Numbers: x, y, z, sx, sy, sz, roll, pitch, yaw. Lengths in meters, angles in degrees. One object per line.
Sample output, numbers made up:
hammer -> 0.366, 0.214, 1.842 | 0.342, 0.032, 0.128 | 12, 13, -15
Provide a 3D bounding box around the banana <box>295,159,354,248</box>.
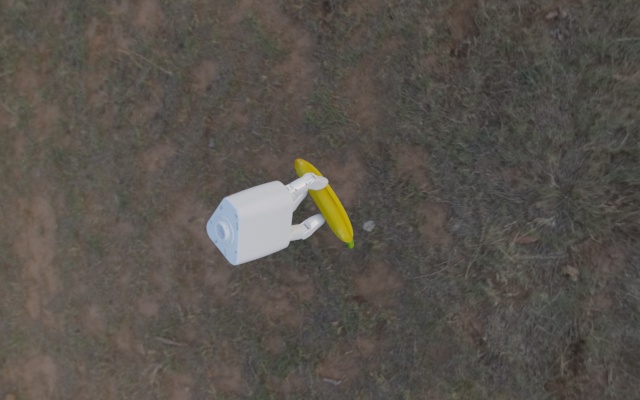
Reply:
banana -> 0.006, 0.001, 0.871 | 0.037, 0.198, 0.070 | -28, -8, -19
